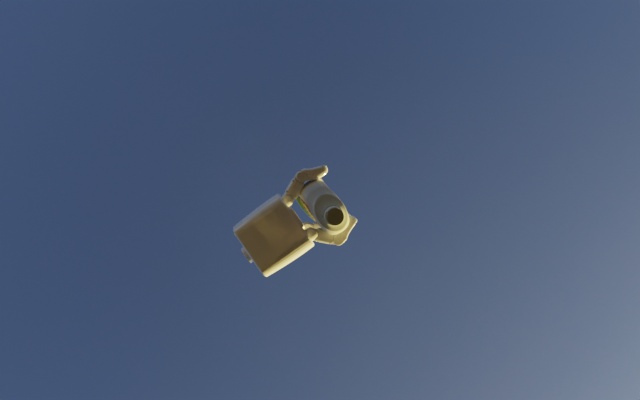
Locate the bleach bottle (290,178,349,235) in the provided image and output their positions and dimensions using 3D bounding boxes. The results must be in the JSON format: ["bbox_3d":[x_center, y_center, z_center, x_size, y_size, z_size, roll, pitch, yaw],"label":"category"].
[{"bbox_3d":[0.000,0.003,0.865,0.068,0.102,0.251,-34,11,-3],"label":"bleach bottle"}]
